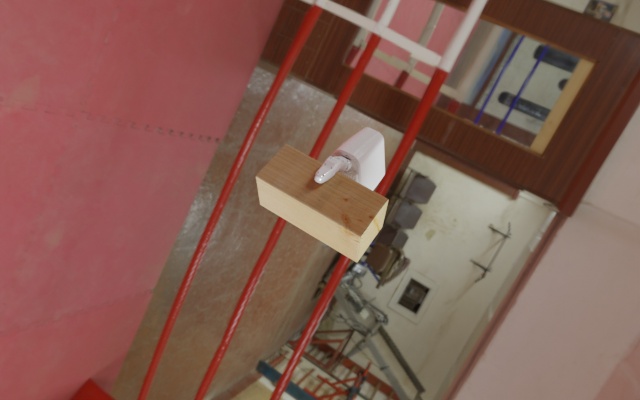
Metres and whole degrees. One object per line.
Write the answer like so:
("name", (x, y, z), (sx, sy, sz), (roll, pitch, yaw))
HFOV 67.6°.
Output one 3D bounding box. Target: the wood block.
("wood block", (0.000, 0.002, 0.816), (0.206, 0.090, 0.091), (29, -31, 18))
